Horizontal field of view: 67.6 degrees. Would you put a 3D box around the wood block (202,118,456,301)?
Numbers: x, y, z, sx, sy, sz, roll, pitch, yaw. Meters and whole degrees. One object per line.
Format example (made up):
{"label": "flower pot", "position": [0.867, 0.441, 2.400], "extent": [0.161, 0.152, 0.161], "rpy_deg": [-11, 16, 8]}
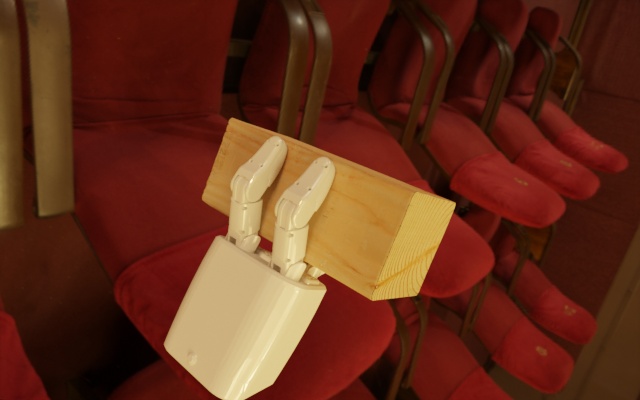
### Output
{"label": "wood block", "position": [0.000, 0.002, 0.437], "extent": [0.206, 0.090, 0.091], "rpy_deg": [26, 8, 34]}
